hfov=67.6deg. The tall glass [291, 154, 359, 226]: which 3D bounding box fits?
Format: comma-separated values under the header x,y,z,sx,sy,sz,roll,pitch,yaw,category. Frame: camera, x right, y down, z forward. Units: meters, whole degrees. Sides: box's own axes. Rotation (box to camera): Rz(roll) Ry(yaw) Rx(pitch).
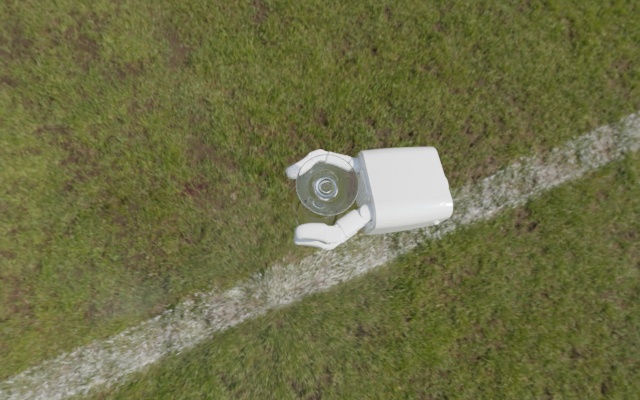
x,y,z,sx,sy,sz,roll,pitch,yaw,category
0.000,0.002,0.655,0.079,0.079,0.201,0,-12,-5,tall glass
